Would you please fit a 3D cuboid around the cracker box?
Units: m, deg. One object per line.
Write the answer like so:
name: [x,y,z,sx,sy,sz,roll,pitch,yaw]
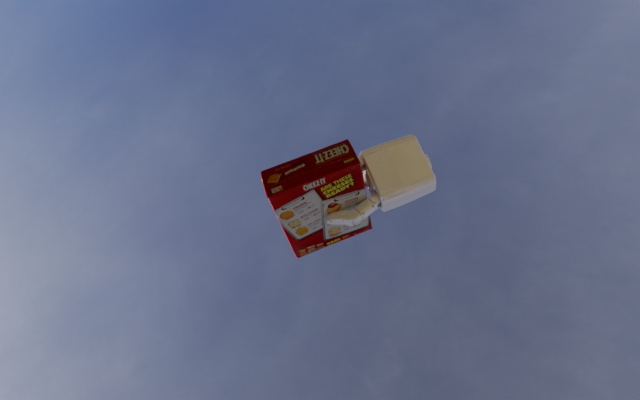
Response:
cracker box: [0.000,0.003,0.875,0.164,0.072,0.214,-21,-36,-2]
